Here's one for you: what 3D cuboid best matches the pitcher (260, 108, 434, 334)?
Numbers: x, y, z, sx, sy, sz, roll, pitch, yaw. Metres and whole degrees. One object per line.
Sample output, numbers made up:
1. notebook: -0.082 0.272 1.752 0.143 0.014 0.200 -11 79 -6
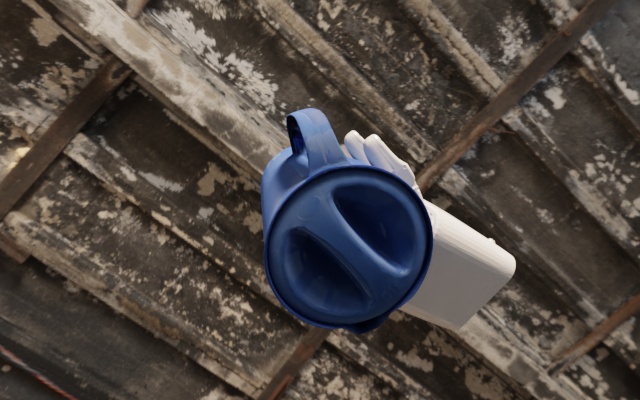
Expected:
1. pitcher: 0.000 0.002 0.468 0.145 0.149 0.242 26 8 -16
